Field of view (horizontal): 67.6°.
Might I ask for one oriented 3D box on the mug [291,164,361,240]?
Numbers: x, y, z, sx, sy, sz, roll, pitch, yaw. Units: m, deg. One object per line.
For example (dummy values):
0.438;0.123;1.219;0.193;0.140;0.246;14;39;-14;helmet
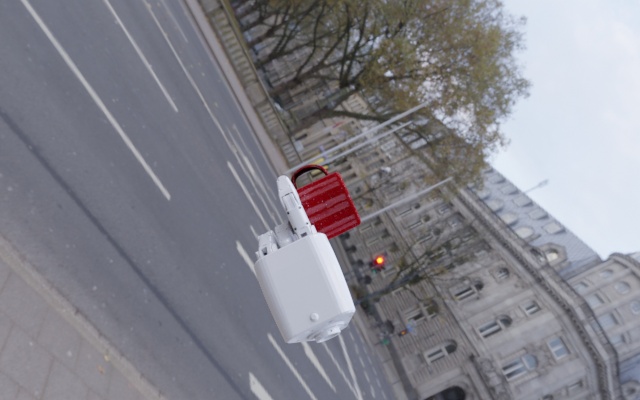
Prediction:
0.000;0.001;0.670;0.081;0.117;0.093;-25;-21;2;mug
